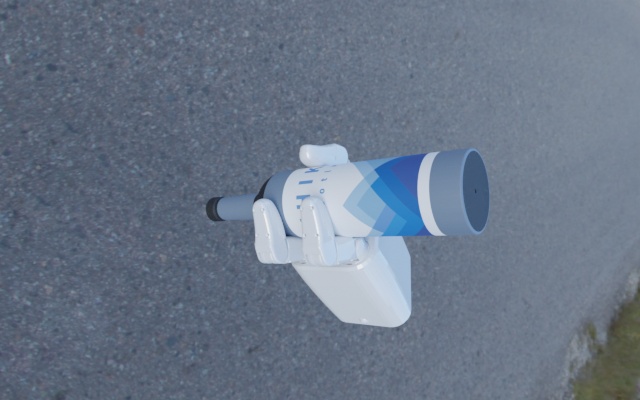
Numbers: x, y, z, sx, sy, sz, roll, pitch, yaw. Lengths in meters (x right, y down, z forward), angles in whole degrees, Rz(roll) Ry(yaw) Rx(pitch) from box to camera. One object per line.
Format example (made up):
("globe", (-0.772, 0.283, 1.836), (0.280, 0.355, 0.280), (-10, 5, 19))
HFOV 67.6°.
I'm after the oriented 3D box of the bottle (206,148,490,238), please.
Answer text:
("bottle", (0.000, 0.001, 0.449), (0.296, 0.069, 0.069), (-4, -3, 36))
